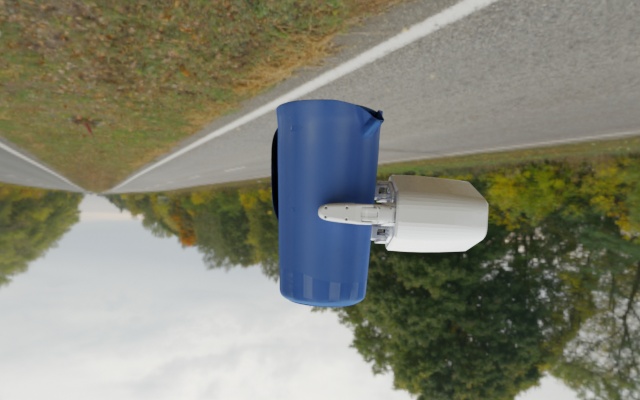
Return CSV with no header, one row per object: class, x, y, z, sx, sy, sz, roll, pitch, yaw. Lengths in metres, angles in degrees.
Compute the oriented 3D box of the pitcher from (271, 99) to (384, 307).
pitcher,0.000,0.002,0.604,0.145,0.243,0.149,3,0,1
